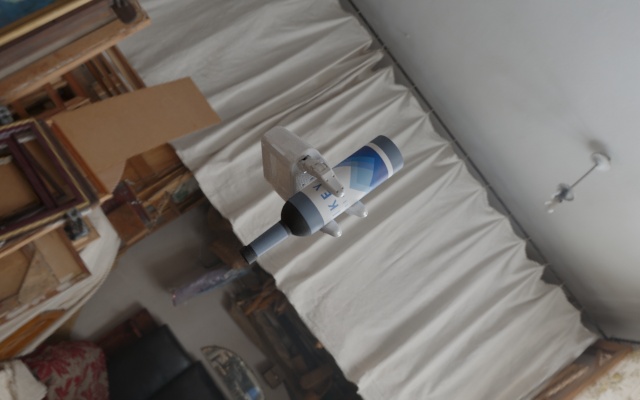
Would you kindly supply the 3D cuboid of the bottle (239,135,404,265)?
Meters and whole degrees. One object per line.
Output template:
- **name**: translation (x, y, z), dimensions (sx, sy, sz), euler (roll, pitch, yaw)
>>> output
- **bottle**: translation (0.000, 0.002, 0.754), dimensions (0.295, 0.069, 0.069), euler (-36, 10, -15)
